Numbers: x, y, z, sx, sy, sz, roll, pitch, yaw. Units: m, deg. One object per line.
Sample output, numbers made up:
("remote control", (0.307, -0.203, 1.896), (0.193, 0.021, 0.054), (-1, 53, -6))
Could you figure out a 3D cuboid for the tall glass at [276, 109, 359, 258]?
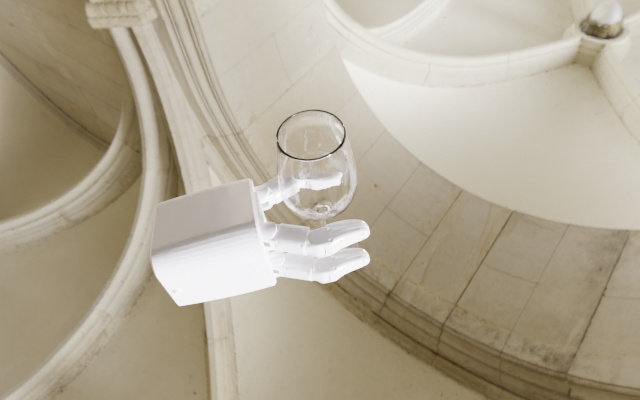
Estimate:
("tall glass", (0.000, 0.002, 0.493), (0.079, 0.079, 0.201), (0, -37, 6))
